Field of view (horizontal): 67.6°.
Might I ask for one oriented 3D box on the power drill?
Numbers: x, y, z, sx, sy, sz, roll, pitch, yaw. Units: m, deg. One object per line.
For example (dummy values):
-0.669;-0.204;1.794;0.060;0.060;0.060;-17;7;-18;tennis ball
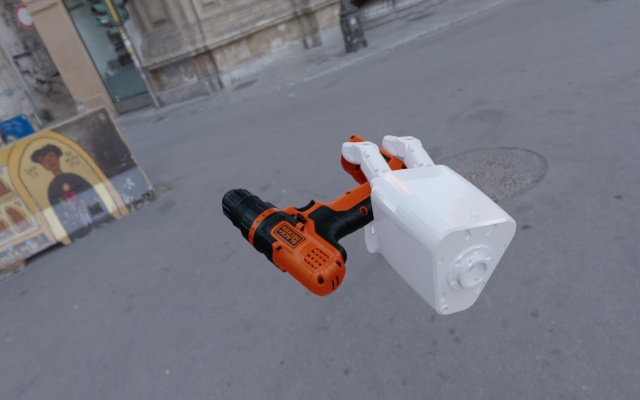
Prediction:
0.001;0.002;0.557;0.187;0.057;0.184;-40;56;-22;power drill
